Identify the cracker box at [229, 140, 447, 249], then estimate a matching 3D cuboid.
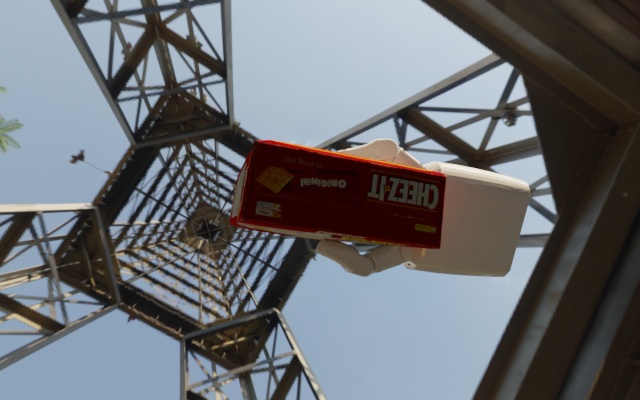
[{"bbox_3d":[0.000,0.002,0.473,0.164,0.072,0.214,9,-6,-12],"label":"cracker box"}]
